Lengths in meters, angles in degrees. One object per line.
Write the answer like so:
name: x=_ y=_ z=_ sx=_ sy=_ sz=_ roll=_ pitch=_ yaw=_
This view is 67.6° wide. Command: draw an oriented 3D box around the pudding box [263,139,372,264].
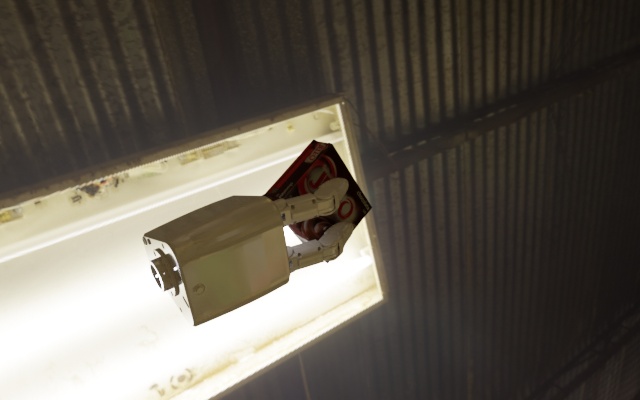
pudding box: x=0.000 y=0.002 z=0.540 sx=0.039 sy=0.090 sz=0.114 roll=24 pitch=-23 yaw=45
